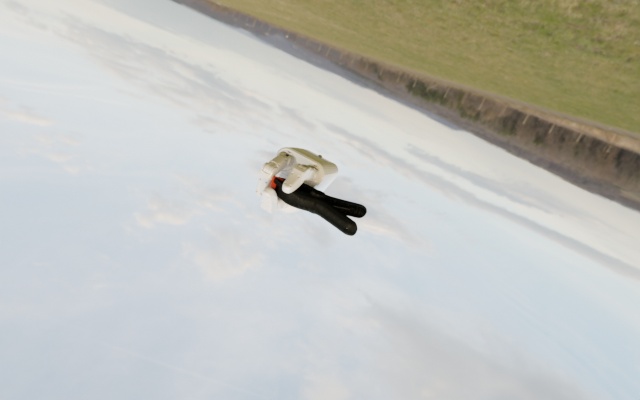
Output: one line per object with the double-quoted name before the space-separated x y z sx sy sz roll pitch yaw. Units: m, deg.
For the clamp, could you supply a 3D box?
"clamp" 0.000 0.003 0.805 0.171 0.039 0.120 29 13 14
